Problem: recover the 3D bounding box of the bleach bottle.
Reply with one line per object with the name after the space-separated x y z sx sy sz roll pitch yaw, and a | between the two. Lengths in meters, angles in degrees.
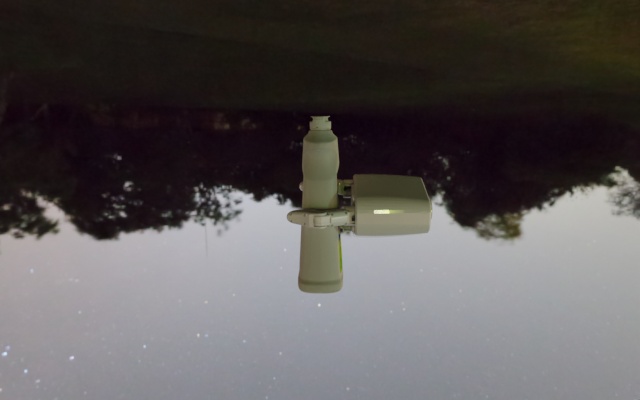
0.000 0.002 0.708 0.068 0.251 0.102 0 11 2 | bleach bottle
